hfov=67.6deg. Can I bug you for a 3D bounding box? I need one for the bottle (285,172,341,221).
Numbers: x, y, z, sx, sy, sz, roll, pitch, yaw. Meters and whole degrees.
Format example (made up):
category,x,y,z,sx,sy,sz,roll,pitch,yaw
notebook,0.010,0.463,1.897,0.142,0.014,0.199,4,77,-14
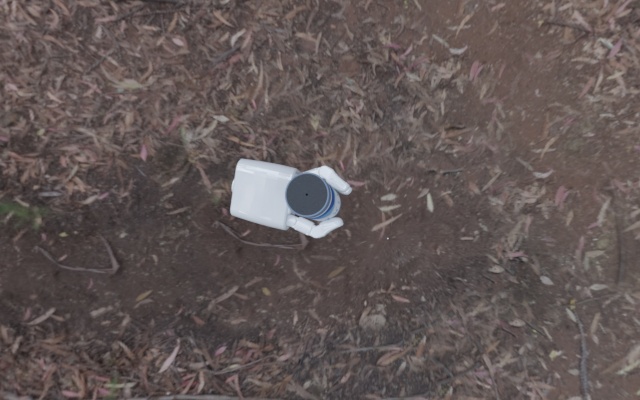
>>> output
category,x,y,z,sx,sy,sz,roll,pitch,yaw
bottle,0.000,0.003,0.845,0.069,0.069,0.296,0,-4,8
